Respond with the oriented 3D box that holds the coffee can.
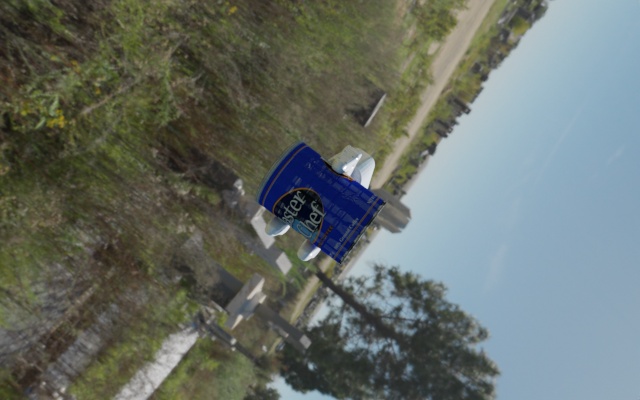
[{"bbox_3d":[0.000,0.002,0.627,0.140,0.103,0.103,36,5,7],"label":"coffee can"}]
